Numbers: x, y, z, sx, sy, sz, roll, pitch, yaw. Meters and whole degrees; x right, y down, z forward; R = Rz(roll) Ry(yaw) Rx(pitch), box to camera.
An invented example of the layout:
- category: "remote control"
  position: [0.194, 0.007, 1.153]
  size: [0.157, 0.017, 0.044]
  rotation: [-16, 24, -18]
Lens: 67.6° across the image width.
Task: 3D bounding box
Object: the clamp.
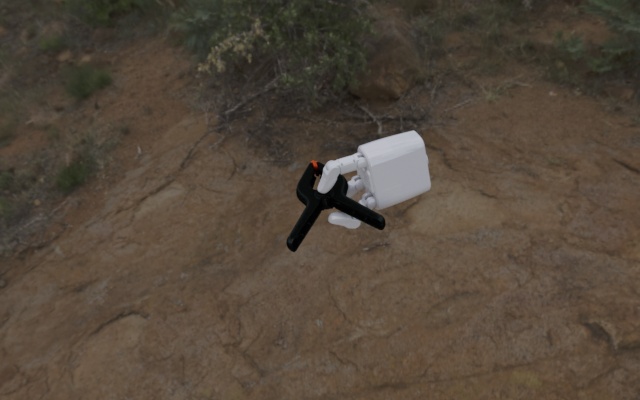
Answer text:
- category: "clamp"
  position: [0.000, 0.002, 0.839]
  size: [0.164, 0.036, 0.209]
  rotation: [-17, 42, -9]
